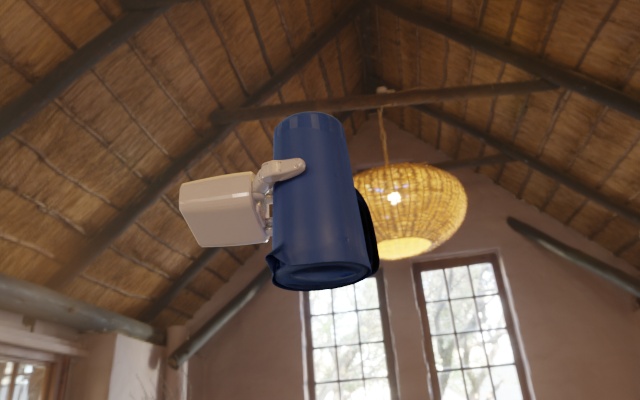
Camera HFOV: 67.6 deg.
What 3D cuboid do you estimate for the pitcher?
[{"bbox_3d":[0.000,0.002,0.685,0.145,0.242,0.149,-8,-26,6],"label":"pitcher"}]
